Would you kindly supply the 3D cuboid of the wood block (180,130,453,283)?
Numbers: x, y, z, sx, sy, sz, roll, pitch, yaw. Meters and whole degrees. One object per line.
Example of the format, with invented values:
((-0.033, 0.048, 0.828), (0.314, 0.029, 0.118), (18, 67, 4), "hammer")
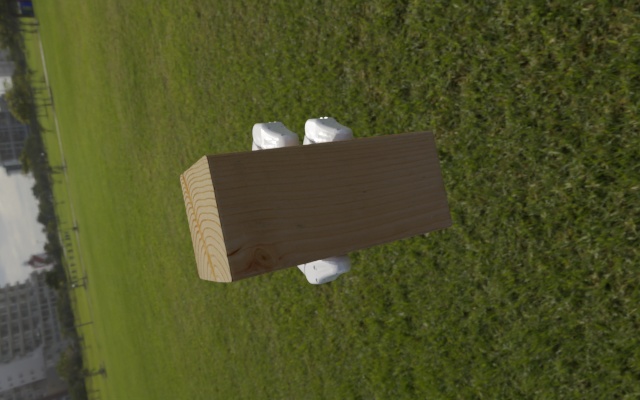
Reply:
((0.000, 0.002, 0.409), (0.206, 0.091, 0.090), (-11, -2, -29), "wood block")
